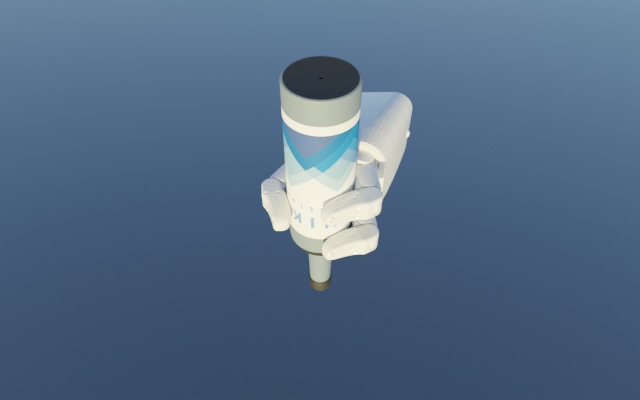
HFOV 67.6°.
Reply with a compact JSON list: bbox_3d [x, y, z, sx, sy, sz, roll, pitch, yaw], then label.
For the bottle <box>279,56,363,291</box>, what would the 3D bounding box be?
[{"bbox_3d":[0.000,0.001,0.487,0.069,0.069,0.296,0,-43,0],"label":"bottle"}]
